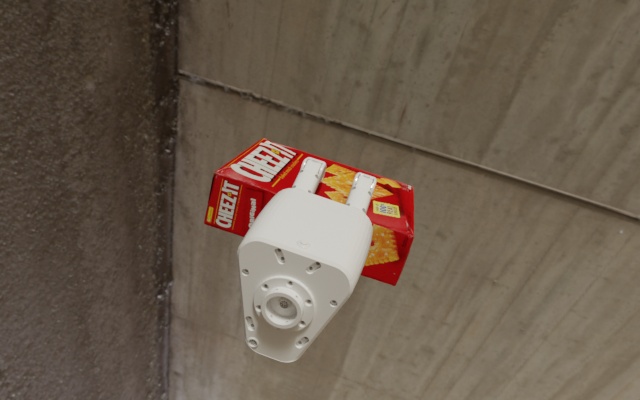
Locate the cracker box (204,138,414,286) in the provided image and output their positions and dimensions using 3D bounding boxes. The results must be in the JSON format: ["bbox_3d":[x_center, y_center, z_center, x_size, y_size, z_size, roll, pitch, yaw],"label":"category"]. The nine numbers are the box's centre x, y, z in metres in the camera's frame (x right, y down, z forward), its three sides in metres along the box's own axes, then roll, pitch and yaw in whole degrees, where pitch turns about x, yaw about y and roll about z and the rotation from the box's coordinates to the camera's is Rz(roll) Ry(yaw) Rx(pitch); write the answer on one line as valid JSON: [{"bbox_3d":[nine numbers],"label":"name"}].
[{"bbox_3d":[0.000,0.002,0.558,0.213,0.072,0.164,18,22,5],"label":"cracker box"}]
